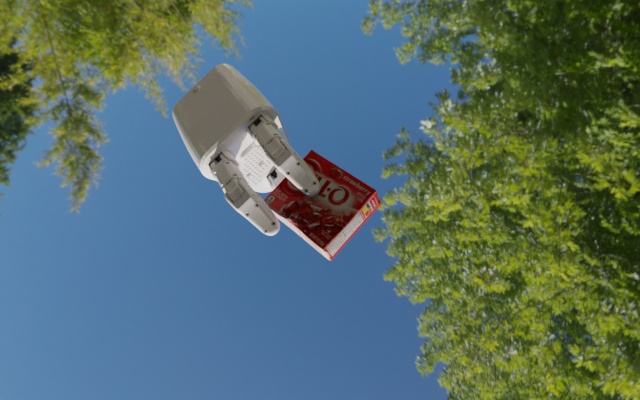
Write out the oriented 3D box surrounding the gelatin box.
[{"bbox_3d":[0.000,0.002,0.454,0.089,0.073,0.030,36,-13,32],"label":"gelatin box"}]
